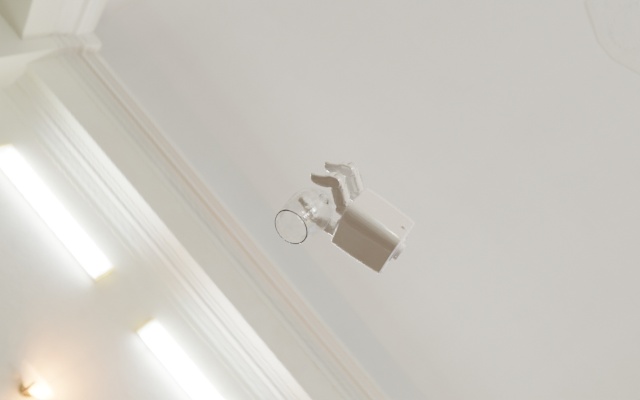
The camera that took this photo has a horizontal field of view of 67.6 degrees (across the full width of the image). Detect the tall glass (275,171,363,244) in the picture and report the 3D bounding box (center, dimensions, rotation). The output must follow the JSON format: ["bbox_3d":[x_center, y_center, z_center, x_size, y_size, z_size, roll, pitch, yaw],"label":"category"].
[{"bbox_3d":[0.000,0.002,0.837,0.079,0.079,0.201,0,24,32],"label":"tall glass"}]
